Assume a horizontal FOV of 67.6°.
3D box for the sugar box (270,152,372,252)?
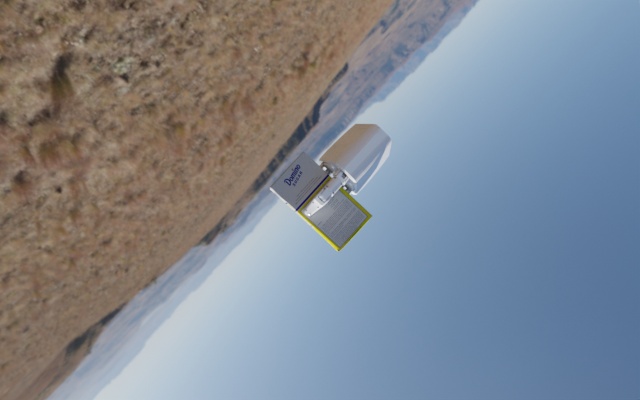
[{"bbox_3d":[0.000,0.003,0.888,0.176,0.093,0.048,43,-7,-4],"label":"sugar box"}]
